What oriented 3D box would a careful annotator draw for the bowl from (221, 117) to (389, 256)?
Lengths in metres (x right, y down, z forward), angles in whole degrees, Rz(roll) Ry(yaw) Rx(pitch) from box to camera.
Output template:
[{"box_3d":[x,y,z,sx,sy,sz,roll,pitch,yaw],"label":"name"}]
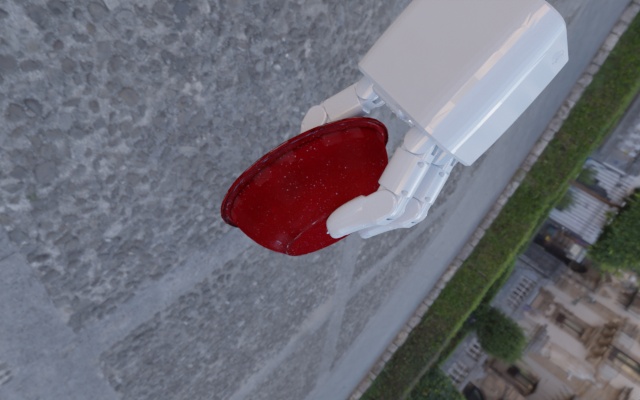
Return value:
[{"box_3d":[-0.001,0.002,0.409,0.162,0.055,0.162,-26,-19,-9],"label":"bowl"}]
